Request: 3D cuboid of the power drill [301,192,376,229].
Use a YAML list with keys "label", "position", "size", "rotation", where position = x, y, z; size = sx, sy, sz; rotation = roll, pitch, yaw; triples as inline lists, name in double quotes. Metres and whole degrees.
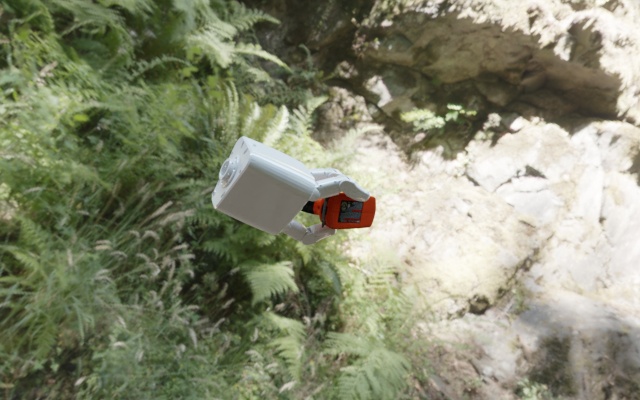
- label: "power drill"
  position: [0.000, 0.003, 0.807]
  size: [0.184, 0.057, 0.187]
  rotation: [0, 9, -44]
